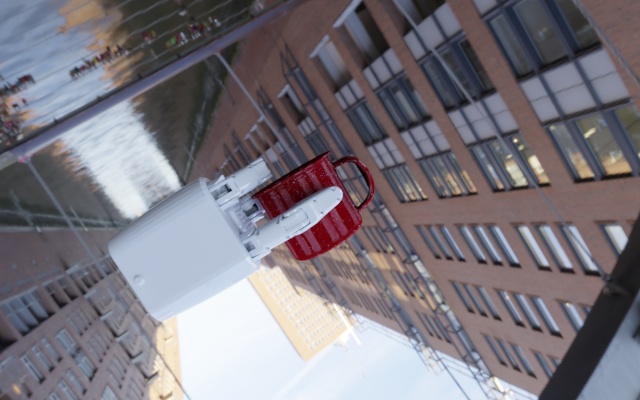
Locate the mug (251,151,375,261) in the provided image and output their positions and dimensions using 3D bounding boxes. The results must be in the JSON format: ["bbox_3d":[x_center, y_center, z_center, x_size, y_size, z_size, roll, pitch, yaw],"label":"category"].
[{"bbox_3d":[0.001,0.001,0.485,0.117,0.081,0.093,-30,7,6],"label":"mug"}]
